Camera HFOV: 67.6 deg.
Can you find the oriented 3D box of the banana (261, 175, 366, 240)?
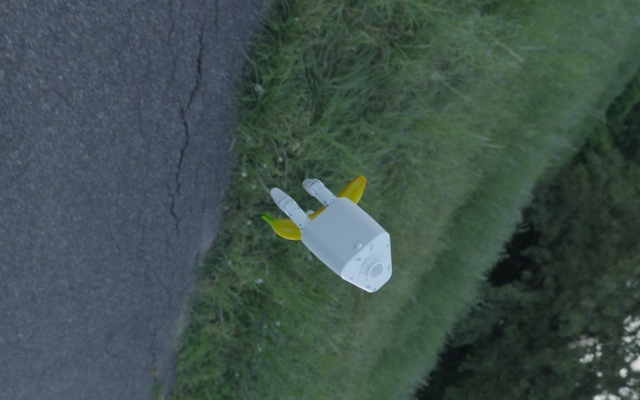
[{"bbox_3d":[0.001,0.020,0.810,0.198,0.070,0.037,-22,26,-22],"label":"banana"}]
